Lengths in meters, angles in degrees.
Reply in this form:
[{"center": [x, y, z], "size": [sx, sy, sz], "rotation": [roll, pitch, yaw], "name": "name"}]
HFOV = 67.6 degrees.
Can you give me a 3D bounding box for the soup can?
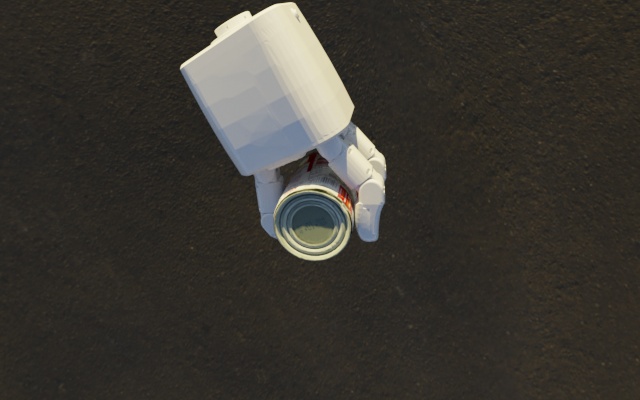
[{"center": [0.000, 0.002, 0.435], "size": [0.068, 0.068, 0.102], "rotation": [0, 23, 8], "name": "soup can"}]
